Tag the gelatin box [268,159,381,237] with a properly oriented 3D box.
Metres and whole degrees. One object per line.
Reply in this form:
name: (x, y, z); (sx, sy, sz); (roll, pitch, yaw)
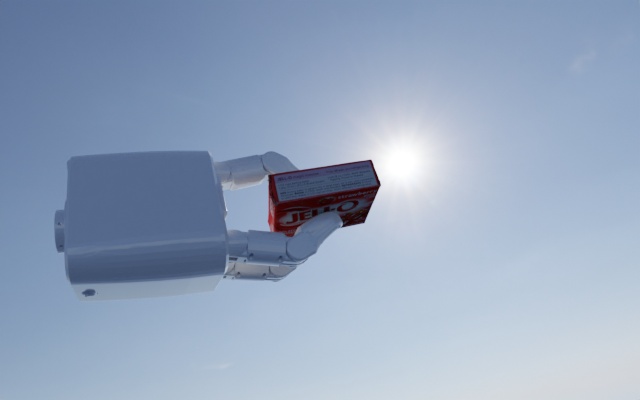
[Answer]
gelatin box: (0.000, 0.001, 0.408); (0.089, 0.030, 0.073); (-10, -26, -11)
